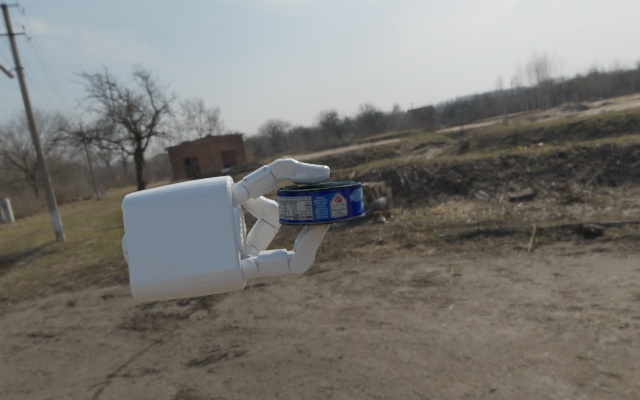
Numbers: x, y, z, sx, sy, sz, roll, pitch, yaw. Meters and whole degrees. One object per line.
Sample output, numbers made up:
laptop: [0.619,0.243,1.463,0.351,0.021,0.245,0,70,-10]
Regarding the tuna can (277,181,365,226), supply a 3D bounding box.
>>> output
tuna can: [0.000,0.001,0.472,0.086,0.034,0.086,-5,6,1]
